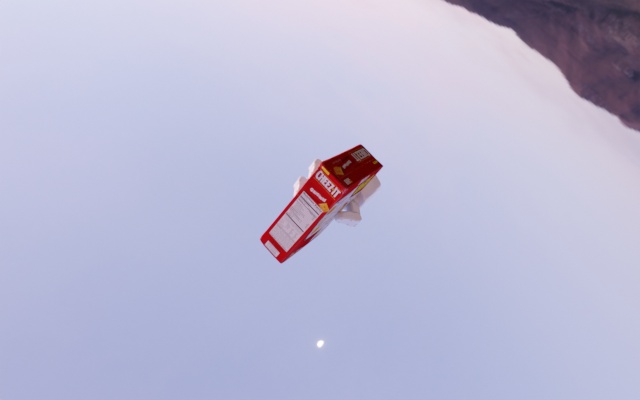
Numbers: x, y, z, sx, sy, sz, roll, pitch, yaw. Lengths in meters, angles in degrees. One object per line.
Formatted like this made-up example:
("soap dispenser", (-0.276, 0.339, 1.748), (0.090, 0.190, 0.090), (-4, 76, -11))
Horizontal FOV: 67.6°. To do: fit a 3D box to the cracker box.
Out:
("cracker box", (0.000, 0.003, 0.887), (0.214, 0.072, 0.164), (-49, -9, 32))
